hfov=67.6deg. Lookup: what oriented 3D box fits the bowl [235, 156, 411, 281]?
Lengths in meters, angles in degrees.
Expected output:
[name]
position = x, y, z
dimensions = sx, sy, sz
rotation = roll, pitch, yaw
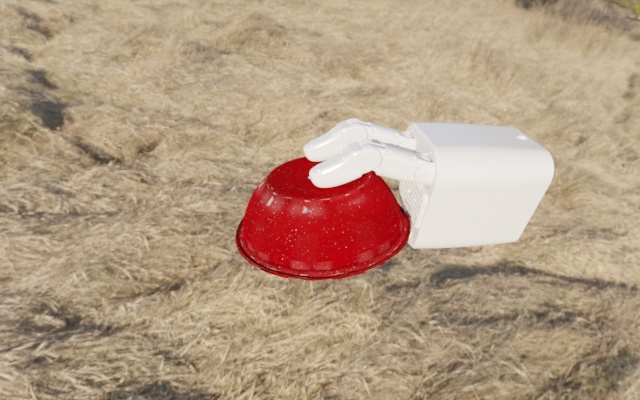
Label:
[bowl]
position = -0.001, 0.001, 0.429
dimensions = 0.162, 0.055, 0.162
rotation = -4, 29, 2
